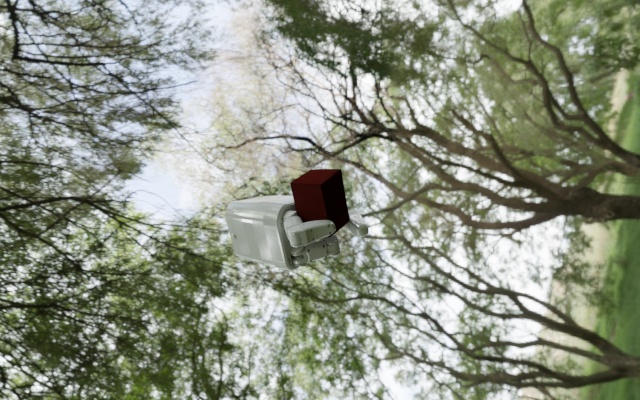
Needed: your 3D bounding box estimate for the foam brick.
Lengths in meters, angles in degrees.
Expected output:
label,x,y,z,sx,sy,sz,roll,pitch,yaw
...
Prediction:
label,x,y,z,sx,sy,sz,roll,pitch,yaw
foam brick,0.000,0.002,0.640,0.051,0.078,0.053,6,27,35
